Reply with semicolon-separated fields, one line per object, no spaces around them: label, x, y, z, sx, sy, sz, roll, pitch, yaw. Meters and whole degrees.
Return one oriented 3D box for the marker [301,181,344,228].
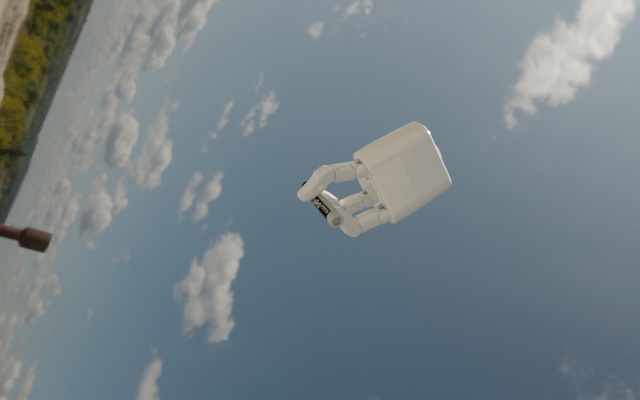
marker;0.000;0.002;0.669;0.020;0.020;0.121;0;25;-24
